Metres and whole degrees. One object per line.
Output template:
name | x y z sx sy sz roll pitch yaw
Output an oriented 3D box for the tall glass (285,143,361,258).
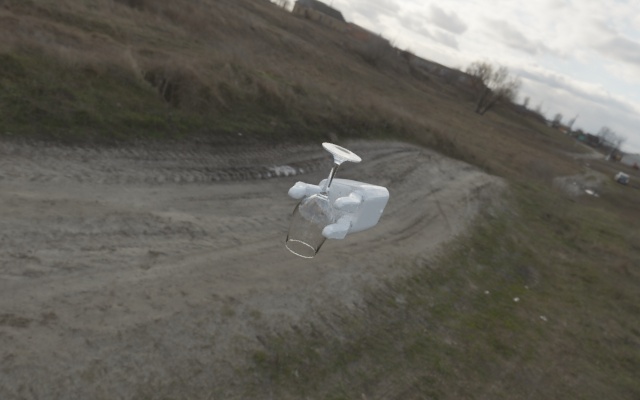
tall glass | 0.000 0.002 0.862 0.079 0.201 0.079 21 18 -7
